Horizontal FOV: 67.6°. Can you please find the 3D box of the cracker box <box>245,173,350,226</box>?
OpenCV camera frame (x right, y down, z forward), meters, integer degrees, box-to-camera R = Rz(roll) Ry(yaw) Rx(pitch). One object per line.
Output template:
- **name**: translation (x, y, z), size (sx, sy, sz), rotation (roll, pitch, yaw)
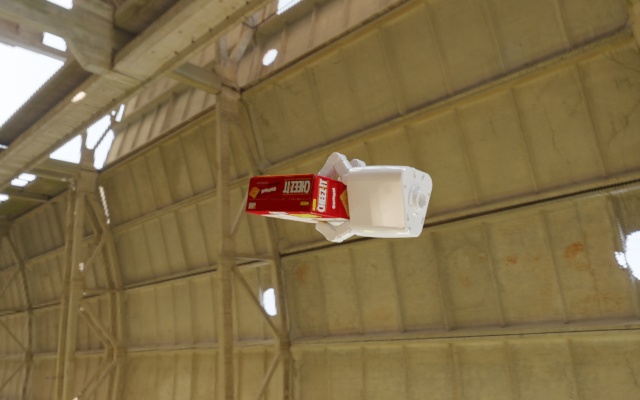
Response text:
- **cracker box**: translation (0.000, 0.003, 0.866), size (0.164, 0.072, 0.214), rotation (-1, -9, 42)
